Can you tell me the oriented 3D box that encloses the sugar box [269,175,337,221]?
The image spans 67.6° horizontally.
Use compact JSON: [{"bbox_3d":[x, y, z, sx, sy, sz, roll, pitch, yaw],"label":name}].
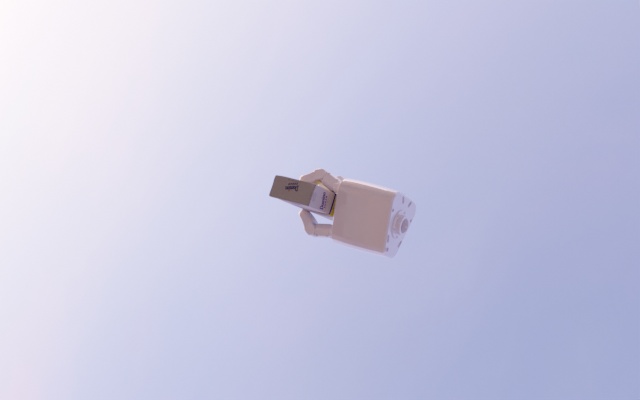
[{"bbox_3d":[0.000,0.002,0.860,0.093,0.048,0.176,14,-8,37],"label":"sugar box"}]
